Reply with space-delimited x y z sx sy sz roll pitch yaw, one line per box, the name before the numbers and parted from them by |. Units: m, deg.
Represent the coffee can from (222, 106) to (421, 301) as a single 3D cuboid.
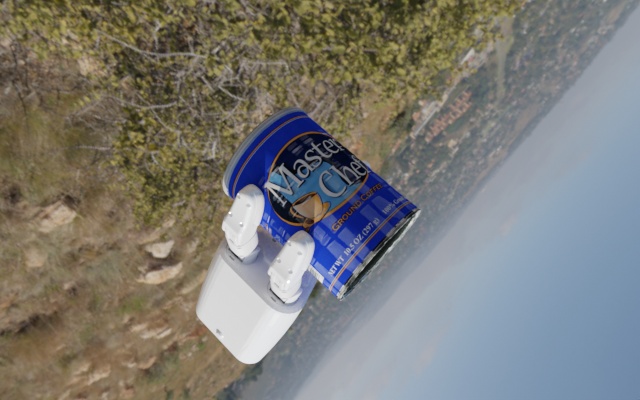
coffee can | 0.000 0.001 0.416 0.140 0.103 0.103 42 12 14
